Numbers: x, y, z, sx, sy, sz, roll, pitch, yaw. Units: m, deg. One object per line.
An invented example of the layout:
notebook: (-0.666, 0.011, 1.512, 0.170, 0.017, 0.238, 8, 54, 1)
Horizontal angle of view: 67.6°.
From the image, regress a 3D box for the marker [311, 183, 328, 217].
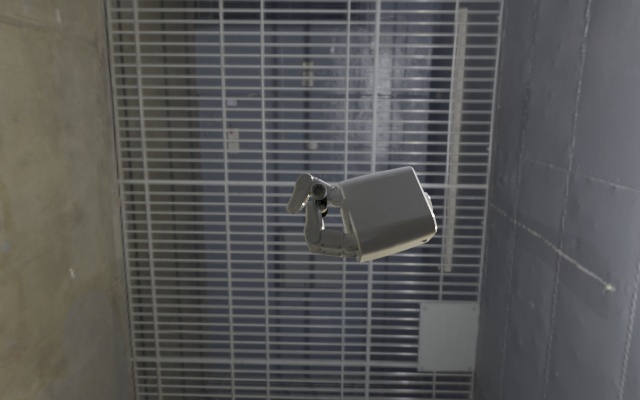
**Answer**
marker: (0.000, 0.002, 0.649, 0.020, 0.020, 0.121, 0, -15, 2)
